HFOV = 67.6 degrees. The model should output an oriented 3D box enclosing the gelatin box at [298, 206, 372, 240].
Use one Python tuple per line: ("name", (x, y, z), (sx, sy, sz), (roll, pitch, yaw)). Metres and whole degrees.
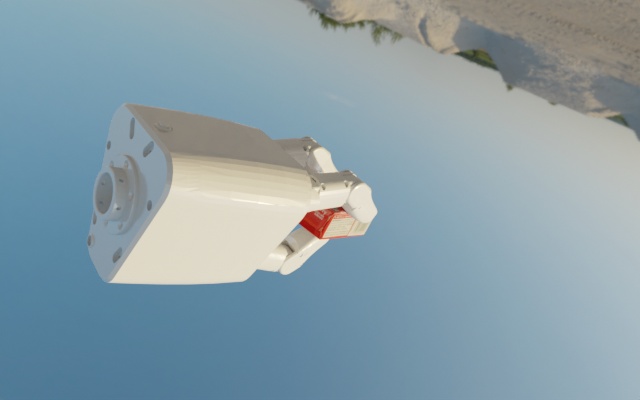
("gelatin box", (0.000, 0.002, 0.431), (0.073, 0.030, 0.089), (37, 16, 25))
